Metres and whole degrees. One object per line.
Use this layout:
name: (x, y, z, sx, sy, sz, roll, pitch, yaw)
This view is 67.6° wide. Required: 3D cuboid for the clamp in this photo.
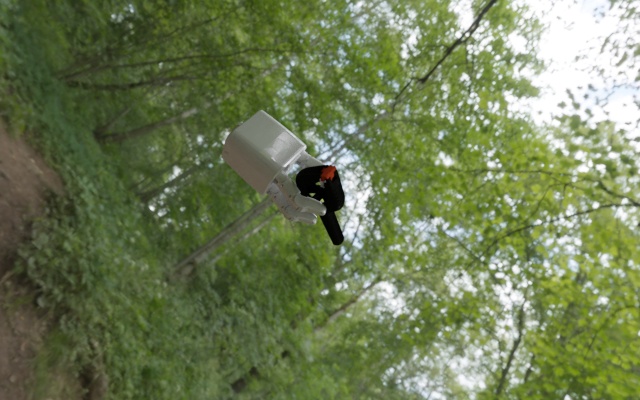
clamp: (0.001, 0.002, 0.839, 0.164, 0.036, 0.210, 39, -26, -1)
